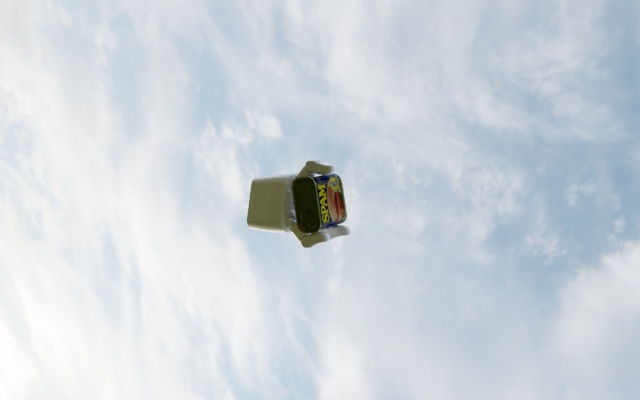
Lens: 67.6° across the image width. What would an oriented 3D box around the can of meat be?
[{"bbox_3d":[0.000,0.003,0.874,0.057,0.102,0.084,-4,5,40],"label":"can of meat"}]
